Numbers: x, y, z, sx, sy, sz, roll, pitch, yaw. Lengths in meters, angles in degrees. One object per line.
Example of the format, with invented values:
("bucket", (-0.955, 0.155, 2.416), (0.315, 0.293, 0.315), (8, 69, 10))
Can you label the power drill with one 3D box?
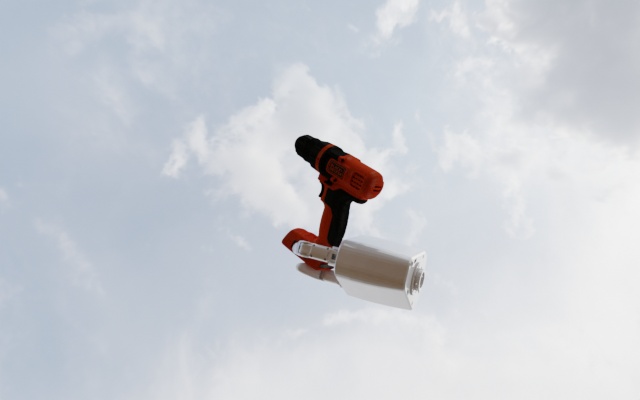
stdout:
("power drill", (0.000, 0.003, 0.769), (0.057, 0.188, 0.184), (0, 26, -45))
